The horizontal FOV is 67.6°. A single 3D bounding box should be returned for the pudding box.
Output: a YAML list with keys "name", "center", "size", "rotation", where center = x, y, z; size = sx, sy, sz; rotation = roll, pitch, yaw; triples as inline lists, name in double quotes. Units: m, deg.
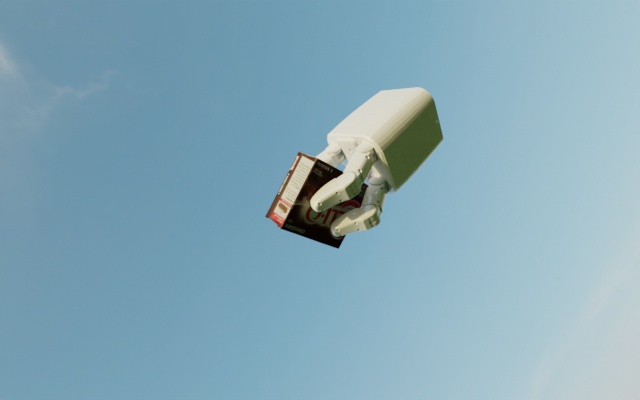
- name: "pudding box"
  center: [0.000, 0.002, 0.576]
  size: [0.113, 0.090, 0.039]
  rotation: [24, 4, -45]
